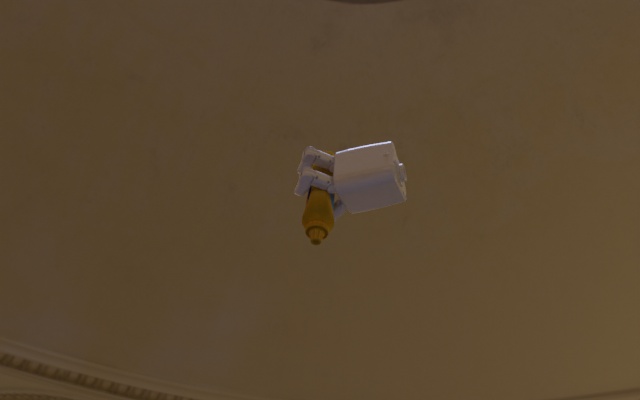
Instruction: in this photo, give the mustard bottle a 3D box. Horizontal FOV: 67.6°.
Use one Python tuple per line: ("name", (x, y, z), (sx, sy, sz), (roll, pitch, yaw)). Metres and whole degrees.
("mustard bottle", (0.000, 0.003, 0.873), (0.058, 0.191, 0.096), (6, -44, 0))
